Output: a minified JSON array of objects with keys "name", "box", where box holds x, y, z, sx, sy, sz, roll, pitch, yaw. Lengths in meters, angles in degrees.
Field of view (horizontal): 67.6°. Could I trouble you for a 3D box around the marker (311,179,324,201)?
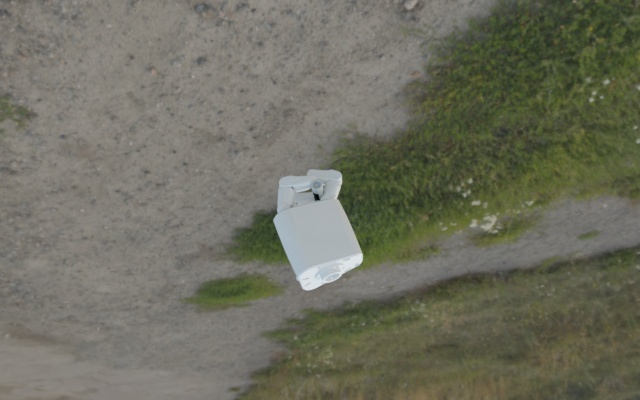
[{"name":"marker","box":[0.000,0.003,0.810,0.020,0.020,0.121,0,-28,7]}]
